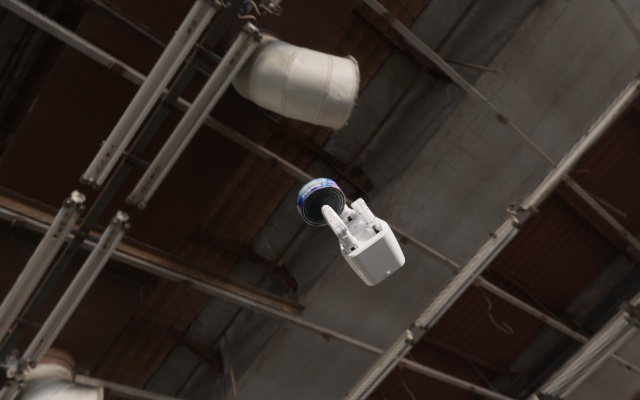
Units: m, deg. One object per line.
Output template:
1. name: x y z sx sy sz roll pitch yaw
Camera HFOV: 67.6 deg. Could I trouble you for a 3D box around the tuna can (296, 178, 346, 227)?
1. tuna can: 0.000 0.002 0.862 0.086 0.086 0.033 0 33 -24
